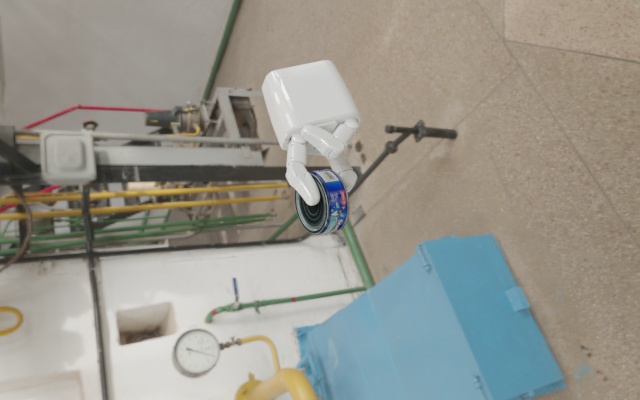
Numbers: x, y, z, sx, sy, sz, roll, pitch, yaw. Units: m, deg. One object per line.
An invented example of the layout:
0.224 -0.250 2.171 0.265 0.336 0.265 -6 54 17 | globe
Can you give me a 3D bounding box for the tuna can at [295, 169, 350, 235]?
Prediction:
0.000 0.002 0.638 0.034 0.086 0.086 -9 5 -33 | tuna can
